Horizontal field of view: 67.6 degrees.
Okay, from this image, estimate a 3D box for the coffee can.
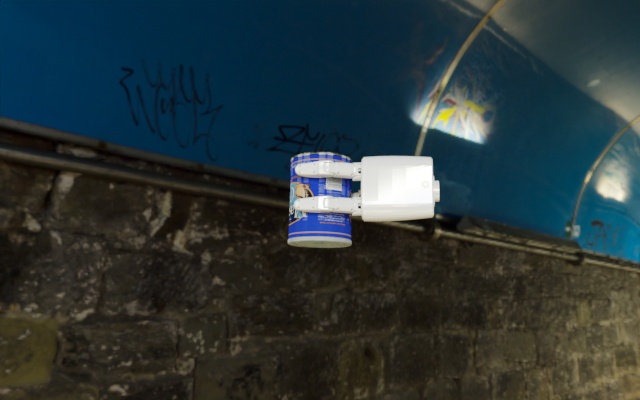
[{"bbox_3d":[0.000,0.003,0.779,0.103,0.140,0.103,1,-11,0],"label":"coffee can"}]
